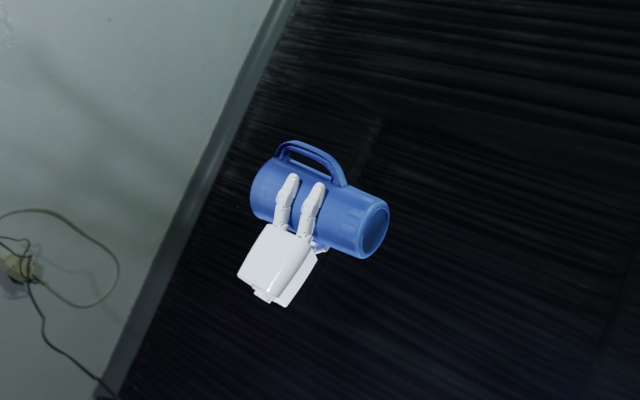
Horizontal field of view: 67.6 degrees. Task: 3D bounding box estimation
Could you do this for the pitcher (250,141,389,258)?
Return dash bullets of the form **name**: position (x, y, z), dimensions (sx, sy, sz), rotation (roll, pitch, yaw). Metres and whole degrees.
- **pitcher**: position (0.000, 0.003, 0.871), dimensions (0.243, 0.145, 0.149), rotation (22, -19, 31)
